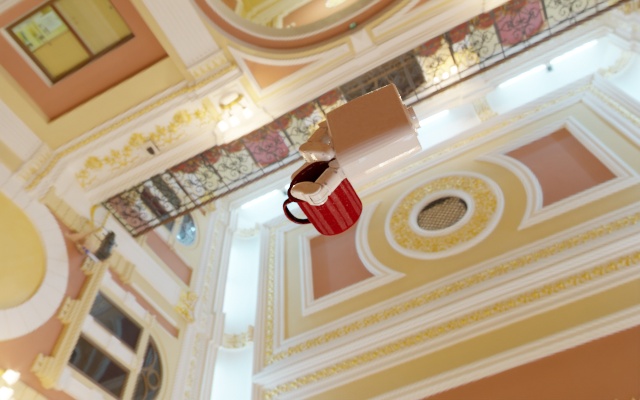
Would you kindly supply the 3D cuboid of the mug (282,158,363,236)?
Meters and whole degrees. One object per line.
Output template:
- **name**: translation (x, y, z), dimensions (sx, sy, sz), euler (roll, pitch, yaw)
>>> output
- **mug**: translation (-0.001, 0.003, 0.709), dimensions (0.117, 0.081, 0.093), euler (-25, 33, 15)
